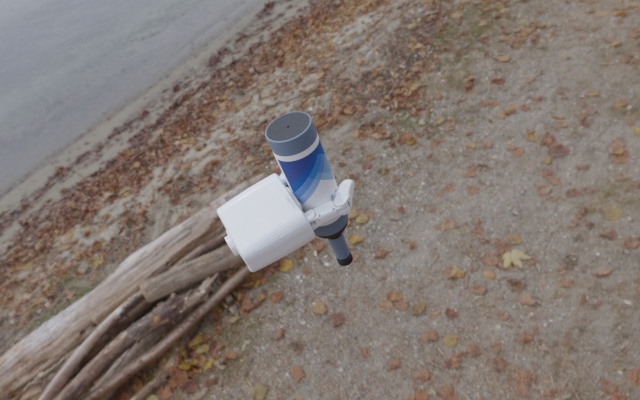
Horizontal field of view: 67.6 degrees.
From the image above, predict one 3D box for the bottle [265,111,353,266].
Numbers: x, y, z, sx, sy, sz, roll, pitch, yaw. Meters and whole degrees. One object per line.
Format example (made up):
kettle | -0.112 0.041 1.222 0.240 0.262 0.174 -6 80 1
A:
bottle | 0.000 0.002 0.734 0.069 0.069 0.296 0 -44 24
